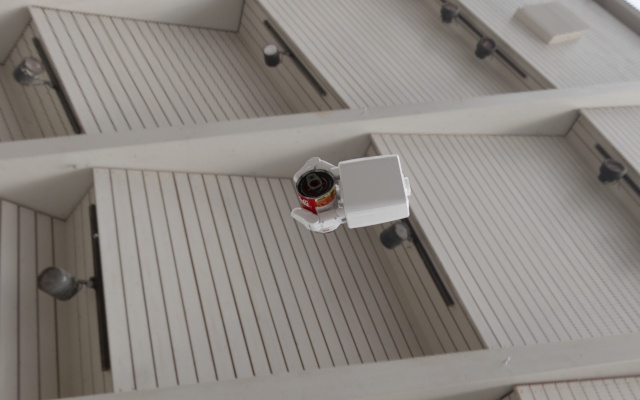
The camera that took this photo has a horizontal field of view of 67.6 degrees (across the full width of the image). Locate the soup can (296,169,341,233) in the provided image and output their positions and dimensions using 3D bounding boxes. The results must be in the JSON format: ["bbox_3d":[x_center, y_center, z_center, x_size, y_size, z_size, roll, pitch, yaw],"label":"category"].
[{"bbox_3d":[0.000,0.003,0.851,0.068,0.068,0.102,0,-40,14],"label":"soup can"}]
